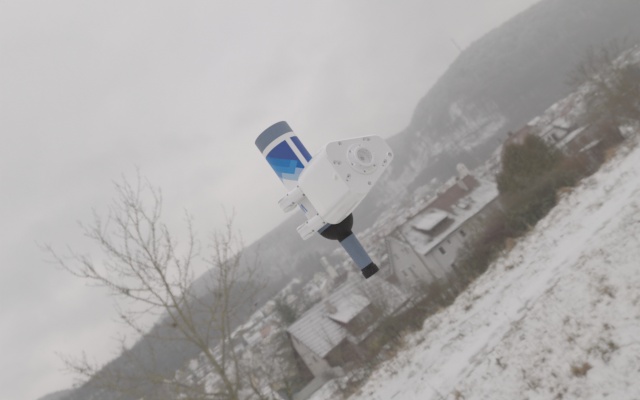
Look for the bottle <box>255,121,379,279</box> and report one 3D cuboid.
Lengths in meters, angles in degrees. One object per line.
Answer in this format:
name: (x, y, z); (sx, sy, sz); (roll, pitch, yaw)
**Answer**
bottle: (0.000, 0.002, 0.798); (0.069, 0.295, 0.069); (-35, -7, -5)
